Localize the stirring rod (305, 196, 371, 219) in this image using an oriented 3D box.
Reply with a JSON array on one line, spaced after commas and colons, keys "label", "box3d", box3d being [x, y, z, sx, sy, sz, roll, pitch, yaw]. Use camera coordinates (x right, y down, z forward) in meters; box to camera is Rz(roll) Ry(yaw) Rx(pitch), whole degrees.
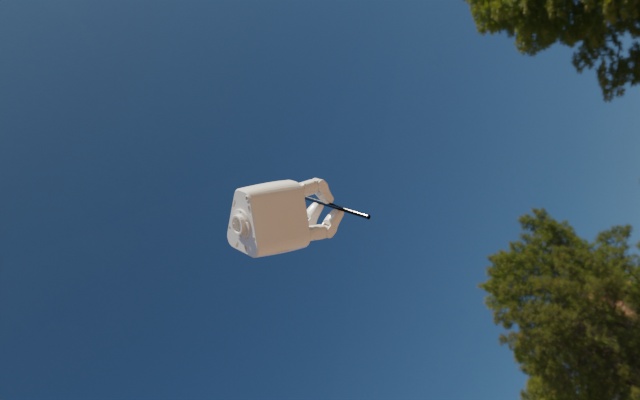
[{"label": "stirring rod", "box3d": [0.000, 0.003, 0.881, 0.011, 0.011, 0.239, 0, 12, -43]}]
